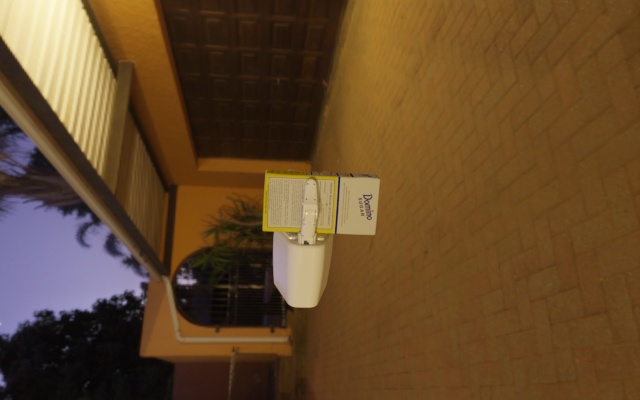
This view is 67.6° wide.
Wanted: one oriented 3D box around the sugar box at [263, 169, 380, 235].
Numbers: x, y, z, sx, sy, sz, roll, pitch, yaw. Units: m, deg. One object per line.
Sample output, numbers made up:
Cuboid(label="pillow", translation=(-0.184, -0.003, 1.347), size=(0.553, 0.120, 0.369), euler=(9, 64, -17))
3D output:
Cuboid(label="sugar box", translation=(0.000, 0.002, 0.745), size=(0.176, 0.093, 0.048), euler=(3, 13, -7))
